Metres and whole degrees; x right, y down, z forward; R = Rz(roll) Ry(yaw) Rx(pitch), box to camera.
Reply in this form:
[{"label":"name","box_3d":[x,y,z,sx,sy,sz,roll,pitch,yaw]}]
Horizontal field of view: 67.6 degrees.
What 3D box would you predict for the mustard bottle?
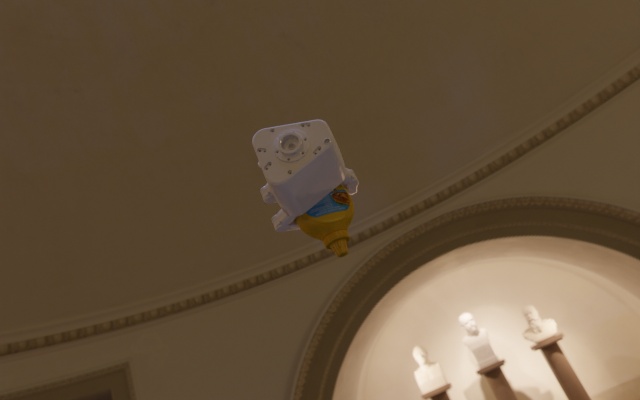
[{"label":"mustard bottle","box_3d":[0.000,0.002,0.760,0.096,0.191,0.058,-13,-28,-22]}]
